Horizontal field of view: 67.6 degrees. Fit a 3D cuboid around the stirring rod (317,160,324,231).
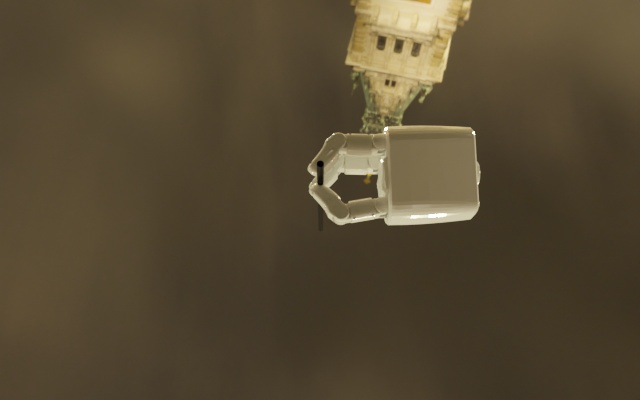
[{"bbox_3d":[0.000,0.002,0.639,0.011,0.011,0.240,0,-21,0],"label":"stirring rod"}]
